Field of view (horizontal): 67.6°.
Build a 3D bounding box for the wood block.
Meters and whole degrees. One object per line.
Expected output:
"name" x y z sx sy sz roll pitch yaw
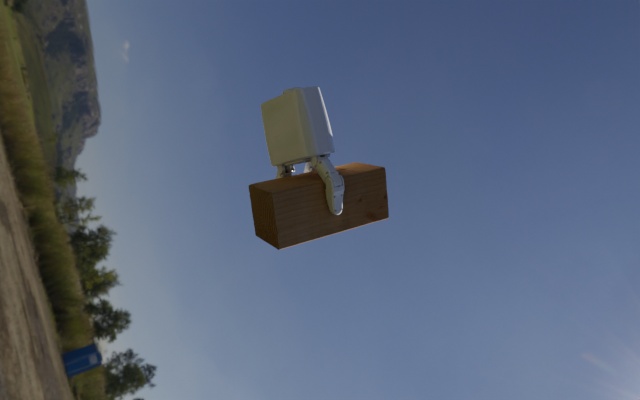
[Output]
"wood block" 0.000 0.002 0.776 0.206 0.090 0.091 -14 17 -28
